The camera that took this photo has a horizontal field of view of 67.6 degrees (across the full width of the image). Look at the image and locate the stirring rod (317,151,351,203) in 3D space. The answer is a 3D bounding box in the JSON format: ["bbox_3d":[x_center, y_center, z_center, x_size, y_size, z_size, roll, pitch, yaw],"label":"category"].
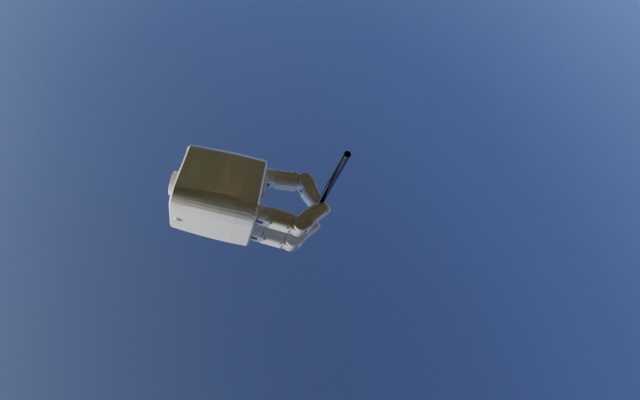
[{"bbox_3d":[0.000,0.002,0.625,0.011,0.011,0.240,0,-26,-16],"label":"stirring rod"}]
